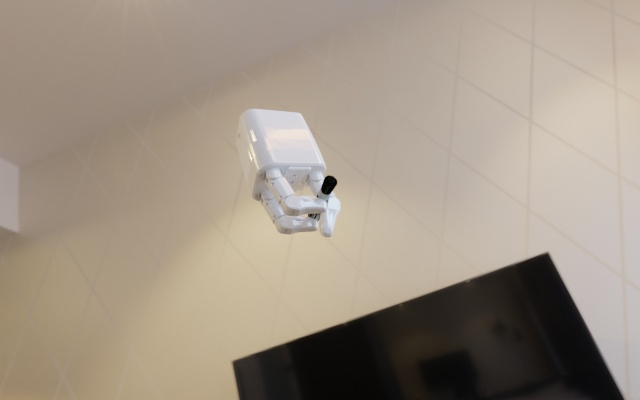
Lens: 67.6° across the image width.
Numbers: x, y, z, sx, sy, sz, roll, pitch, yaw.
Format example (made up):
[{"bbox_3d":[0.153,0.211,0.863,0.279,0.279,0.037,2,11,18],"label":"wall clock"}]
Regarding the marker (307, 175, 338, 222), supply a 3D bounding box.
[{"bbox_3d":[0.000,0.002,0.673,0.020,0.020,0.121,0,-30,-16],"label":"marker"}]
